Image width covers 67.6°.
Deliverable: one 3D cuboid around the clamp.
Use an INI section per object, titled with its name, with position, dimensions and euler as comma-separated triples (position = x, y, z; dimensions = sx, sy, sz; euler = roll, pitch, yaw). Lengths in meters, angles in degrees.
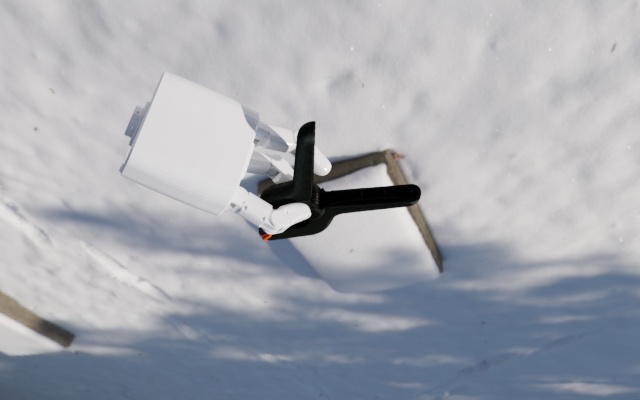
[clamp]
position = 0.000, 0.003, 0.560
dimensions = 0.164, 0.036, 0.210
euler = 24, -38, -23
